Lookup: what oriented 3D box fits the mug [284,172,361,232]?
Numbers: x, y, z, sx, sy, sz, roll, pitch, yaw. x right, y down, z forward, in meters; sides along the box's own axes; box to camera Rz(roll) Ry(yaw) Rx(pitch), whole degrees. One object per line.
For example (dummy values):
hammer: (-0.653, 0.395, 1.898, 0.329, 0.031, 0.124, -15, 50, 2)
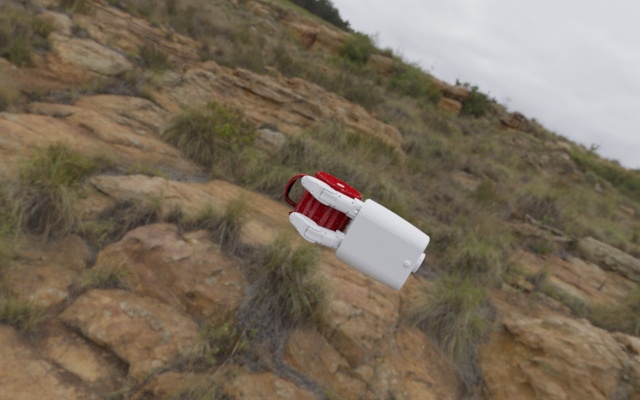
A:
mug: (-0.001, 0.001, 0.737, 0.117, 0.081, 0.093, 31, 11, 6)
